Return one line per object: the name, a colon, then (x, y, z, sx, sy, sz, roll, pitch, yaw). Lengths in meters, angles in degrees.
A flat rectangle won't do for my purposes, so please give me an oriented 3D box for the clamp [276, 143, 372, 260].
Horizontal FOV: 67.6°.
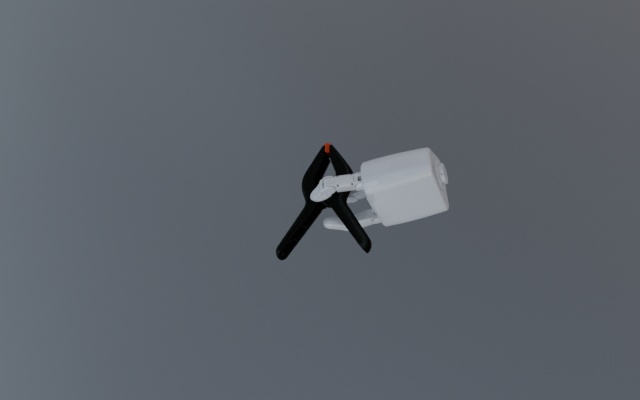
clamp: (0.000, 0.002, 0.793, 0.164, 0.209, 0.036, -14, -30, 22)
